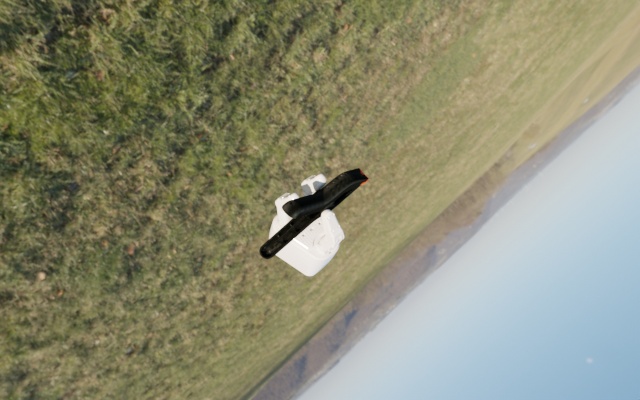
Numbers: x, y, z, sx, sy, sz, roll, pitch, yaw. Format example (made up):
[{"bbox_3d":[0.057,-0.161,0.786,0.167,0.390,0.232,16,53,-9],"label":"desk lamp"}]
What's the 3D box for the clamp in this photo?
[{"bbox_3d":[0.001,0.003,0.735,0.210,0.036,0.165,-36,-11,-25],"label":"clamp"}]
